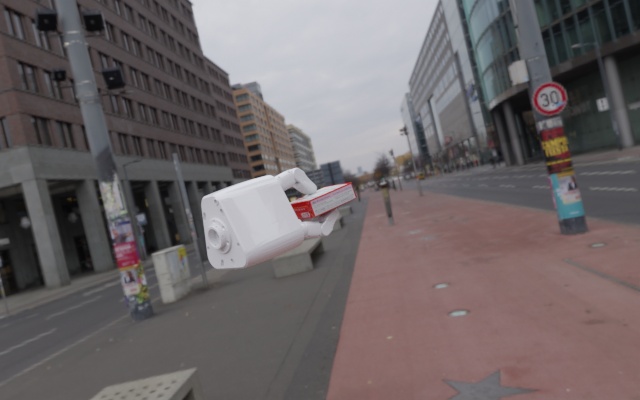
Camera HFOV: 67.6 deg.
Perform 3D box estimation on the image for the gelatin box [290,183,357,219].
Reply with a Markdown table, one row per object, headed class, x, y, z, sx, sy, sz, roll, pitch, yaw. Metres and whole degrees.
| class | x | y | z | sx | sy | sz | roll | pitch | yaw |
| --- | --- | --- | --- | --- | --- | --- | --- | --- | --- |
| gelatin box | 0.000 | 0.002 | 0.748 | 0.089 | 0.030 | 0.073 | -25 | 9 | -32 |
